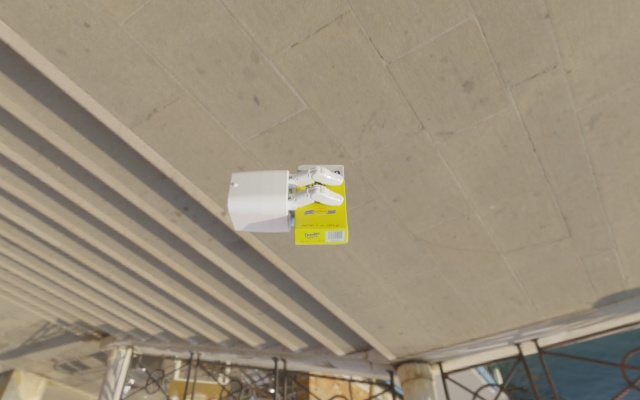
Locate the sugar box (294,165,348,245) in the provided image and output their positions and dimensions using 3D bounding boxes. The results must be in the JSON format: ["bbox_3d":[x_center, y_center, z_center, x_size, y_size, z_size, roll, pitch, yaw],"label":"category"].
[{"bbox_3d":[0.000,0.003,0.876,0.093,0.176,0.048,-1,-45,-1],"label":"sugar box"}]
